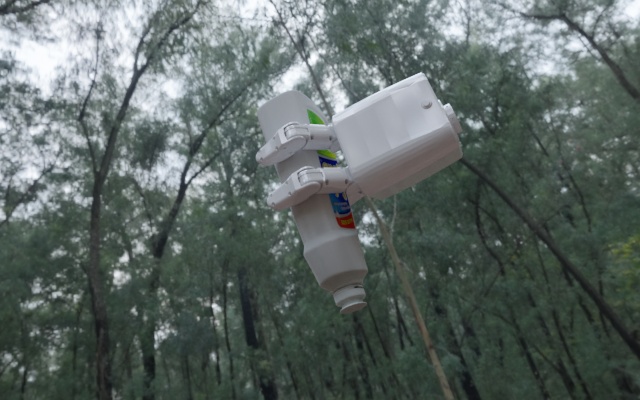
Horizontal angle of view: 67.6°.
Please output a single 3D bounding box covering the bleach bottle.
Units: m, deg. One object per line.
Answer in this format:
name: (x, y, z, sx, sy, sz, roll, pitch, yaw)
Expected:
bleach bottle: (0.000, 0.002, 0.529, 0.068, 0.250, 0.102, -26, -27, 15)
